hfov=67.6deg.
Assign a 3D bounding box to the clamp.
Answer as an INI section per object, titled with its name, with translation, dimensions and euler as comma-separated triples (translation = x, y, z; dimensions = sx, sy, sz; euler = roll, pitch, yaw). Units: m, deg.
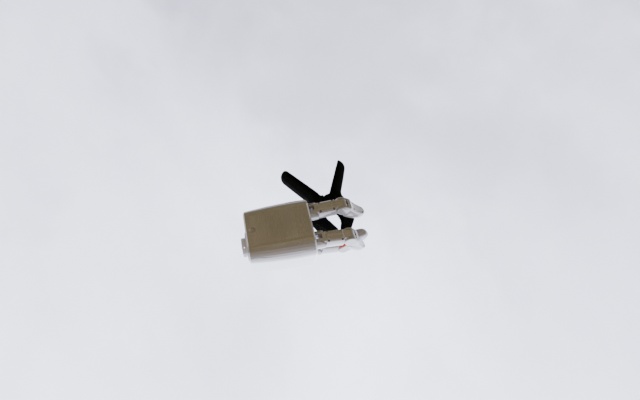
[clamp]
translation = 0.000, 0.003, 0.830
dimensions = 0.120, 0.171, 0.039
euler = -9, -35, -8
